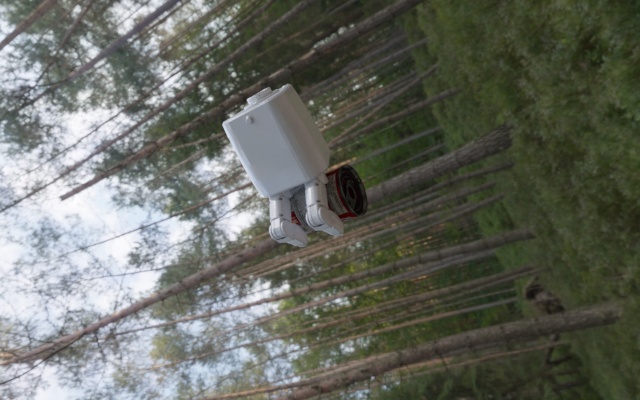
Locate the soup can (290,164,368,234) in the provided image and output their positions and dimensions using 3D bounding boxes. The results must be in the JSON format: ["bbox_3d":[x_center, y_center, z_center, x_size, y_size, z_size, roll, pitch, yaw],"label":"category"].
[{"bbox_3d":[0.000,0.002,0.617,0.102,0.068,0.068,-20,-10,28],"label":"soup can"}]
